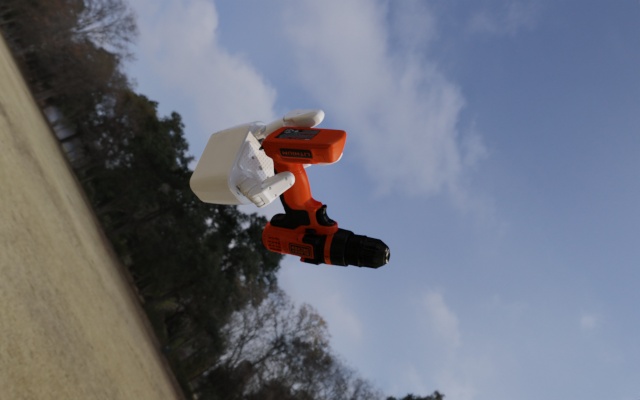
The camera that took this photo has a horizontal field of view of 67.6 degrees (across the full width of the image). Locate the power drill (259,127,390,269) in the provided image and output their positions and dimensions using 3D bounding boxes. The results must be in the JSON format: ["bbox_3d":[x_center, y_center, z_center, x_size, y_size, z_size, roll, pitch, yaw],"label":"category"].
[{"bbox_3d":[0.000,0.002,0.624,0.184,0.188,0.057,7,29,21],"label":"power drill"}]
